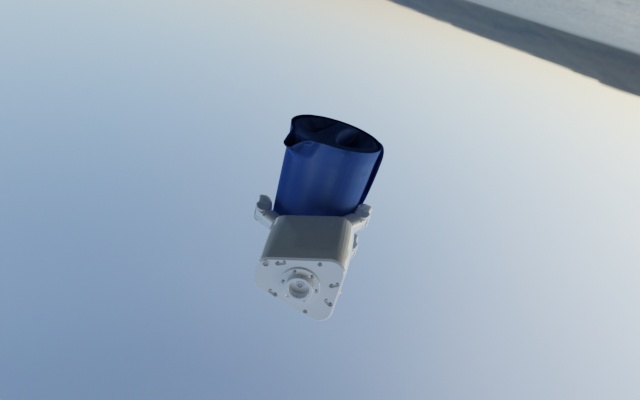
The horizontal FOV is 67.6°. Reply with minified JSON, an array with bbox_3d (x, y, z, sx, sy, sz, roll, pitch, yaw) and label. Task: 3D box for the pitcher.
[{"bbox_3d":[0.000,0.002,0.725,0.149,0.243,0.145,17,25,-2],"label":"pitcher"}]
